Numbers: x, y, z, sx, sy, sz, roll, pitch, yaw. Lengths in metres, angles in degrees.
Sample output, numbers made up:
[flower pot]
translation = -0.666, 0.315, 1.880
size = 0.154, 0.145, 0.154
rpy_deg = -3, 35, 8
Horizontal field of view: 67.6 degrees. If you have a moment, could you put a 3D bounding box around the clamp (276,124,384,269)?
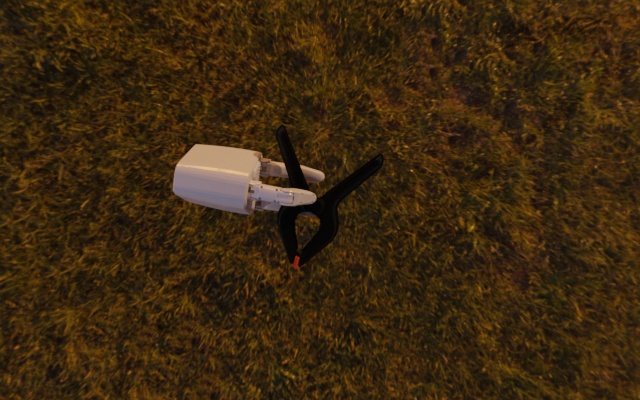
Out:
[clamp]
translation = 0.000, 0.003, 0.720
size = 0.164, 0.210, 0.036
rpy_deg = 10, 8, 2
